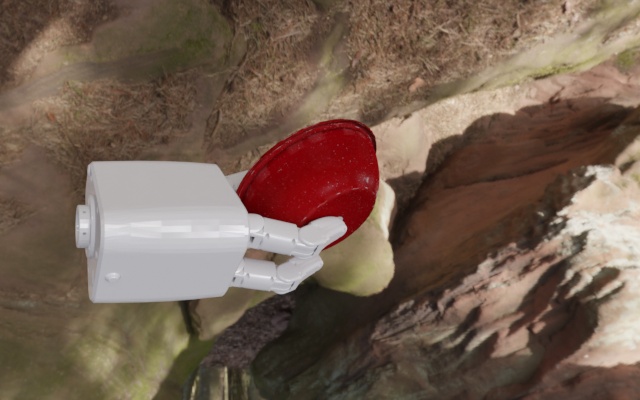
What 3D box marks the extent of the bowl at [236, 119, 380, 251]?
[{"bbox_3d":[0.001,0.001,0.459,0.162,0.055,0.162,-26,-30,-16],"label":"bowl"}]
